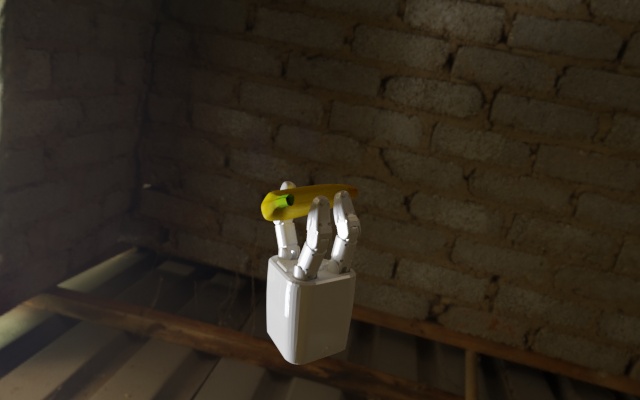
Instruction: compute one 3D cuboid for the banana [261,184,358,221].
[{"bbox_3d":[-0.018,0.002,0.592,0.069,0.037,0.198,0,6,25],"label":"banana"}]
